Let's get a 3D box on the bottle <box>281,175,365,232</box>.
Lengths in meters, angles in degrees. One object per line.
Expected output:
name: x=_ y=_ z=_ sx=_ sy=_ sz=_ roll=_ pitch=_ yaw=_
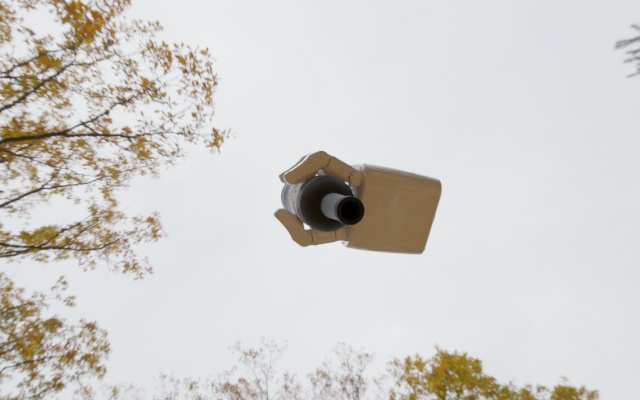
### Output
bottle: x=0.000 y=0.002 z=0.593 sx=0.069 sy=0.069 sz=0.295 roll=0 pitch=3 yaw=-11
